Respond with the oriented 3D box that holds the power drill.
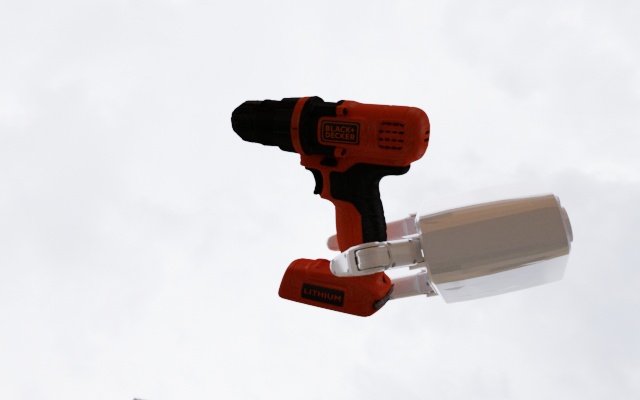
[{"bbox_3d":[0.000,0.002,0.432,0.184,0.188,0.057,9,18,25],"label":"power drill"}]
